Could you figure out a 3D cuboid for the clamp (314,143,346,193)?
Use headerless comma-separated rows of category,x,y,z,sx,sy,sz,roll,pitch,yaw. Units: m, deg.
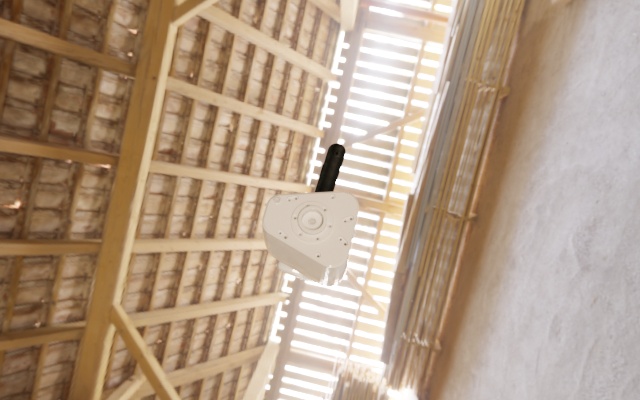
clamp,-0.001,0.002,0.681,0.039,0.171,0.120,13,-19,3
